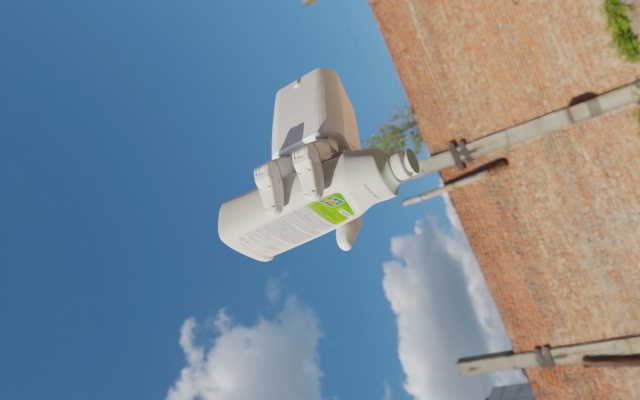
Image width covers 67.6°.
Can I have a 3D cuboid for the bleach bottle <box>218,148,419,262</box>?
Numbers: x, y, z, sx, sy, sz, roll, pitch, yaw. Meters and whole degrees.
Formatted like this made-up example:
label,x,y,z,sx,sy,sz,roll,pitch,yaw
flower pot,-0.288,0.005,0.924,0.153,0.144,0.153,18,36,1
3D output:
label,x,y,z,sx,sy,sz,roll,pitch,yaw
bleach bottle,0.000,0.002,0.561,0.251,0.068,0.103,-21,-34,30
